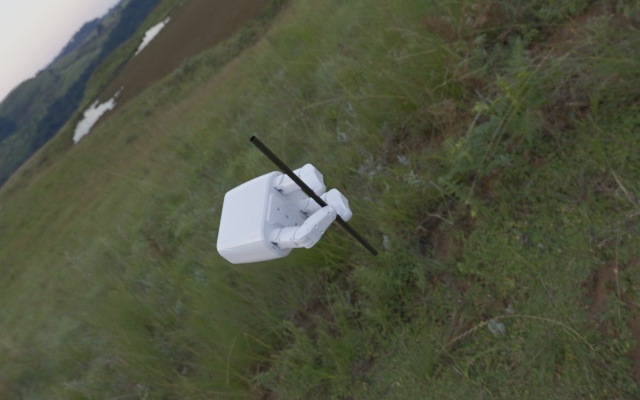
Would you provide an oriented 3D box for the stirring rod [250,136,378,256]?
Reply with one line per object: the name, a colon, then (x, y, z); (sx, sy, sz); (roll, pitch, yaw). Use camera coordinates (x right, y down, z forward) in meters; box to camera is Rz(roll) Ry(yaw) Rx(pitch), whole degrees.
stirring rod: (0.000, 0.002, 0.587); (0.011, 0.011, 0.240); (0, -36, 50)
